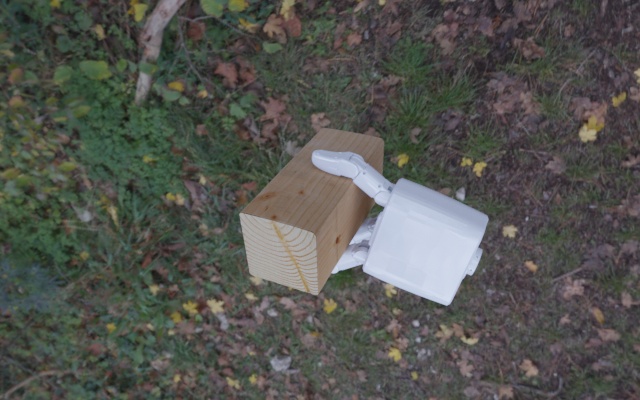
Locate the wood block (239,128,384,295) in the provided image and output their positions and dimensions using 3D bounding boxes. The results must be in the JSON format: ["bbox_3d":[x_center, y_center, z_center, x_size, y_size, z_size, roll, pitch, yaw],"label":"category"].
[{"bbox_3d":[0.000,0.002,0.577,0.090,0.091,0.206,14,38,21],"label":"wood block"}]
